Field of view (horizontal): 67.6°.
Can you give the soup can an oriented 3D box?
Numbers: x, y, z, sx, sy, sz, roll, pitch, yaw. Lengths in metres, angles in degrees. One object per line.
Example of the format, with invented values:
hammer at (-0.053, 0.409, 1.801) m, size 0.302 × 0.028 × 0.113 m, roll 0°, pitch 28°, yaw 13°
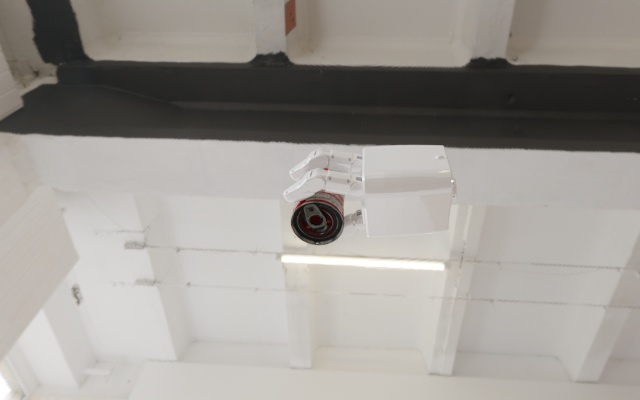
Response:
soup can at (0.000, 0.002, 0.641) m, size 0.068 × 0.068 × 0.102 m, roll 0°, pitch 34°, yaw 6°
